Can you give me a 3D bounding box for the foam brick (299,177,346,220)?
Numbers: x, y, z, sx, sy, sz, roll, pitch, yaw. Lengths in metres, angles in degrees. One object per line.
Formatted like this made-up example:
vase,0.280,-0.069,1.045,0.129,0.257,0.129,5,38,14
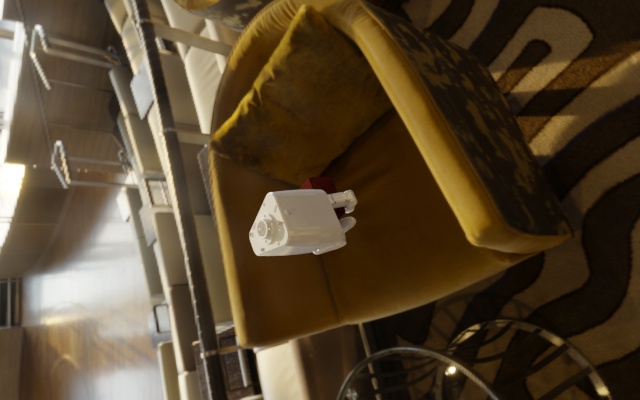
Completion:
foam brick,0.000,0.003,0.853,0.051,0.078,0.053,-5,-30,-35
